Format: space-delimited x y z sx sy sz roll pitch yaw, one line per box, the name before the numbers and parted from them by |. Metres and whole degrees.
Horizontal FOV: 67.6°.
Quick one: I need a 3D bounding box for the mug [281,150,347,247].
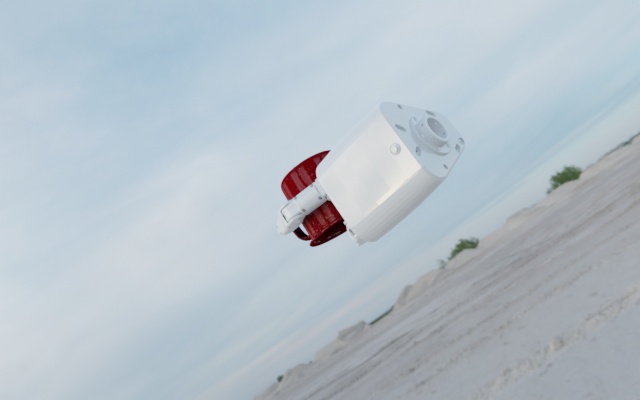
mug | -0.001 0.002 0.565 0.093 0.081 0.117 -17 -20 -48
